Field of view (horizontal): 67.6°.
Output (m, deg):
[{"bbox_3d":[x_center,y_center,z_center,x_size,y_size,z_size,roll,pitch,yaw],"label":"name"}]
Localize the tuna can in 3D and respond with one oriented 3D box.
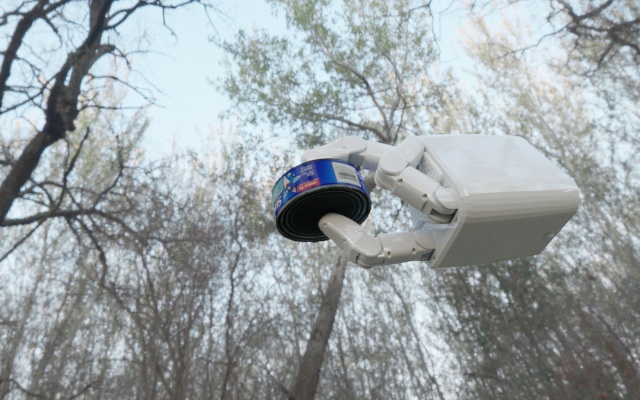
[{"bbox_3d":[0.000,0.001,0.426,0.086,0.033,0.086,-10,-34,-7],"label":"tuna can"}]
